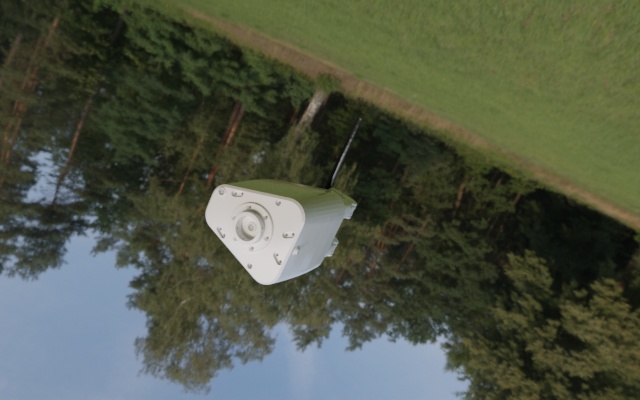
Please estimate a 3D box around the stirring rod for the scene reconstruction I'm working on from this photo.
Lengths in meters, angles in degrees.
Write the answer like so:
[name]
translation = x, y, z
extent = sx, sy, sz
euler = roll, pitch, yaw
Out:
[stirring rod]
translation = 0.000, 0.002, 0.631
extent = 0.011, 0.239, 0.011
euler = 24, 13, -6
